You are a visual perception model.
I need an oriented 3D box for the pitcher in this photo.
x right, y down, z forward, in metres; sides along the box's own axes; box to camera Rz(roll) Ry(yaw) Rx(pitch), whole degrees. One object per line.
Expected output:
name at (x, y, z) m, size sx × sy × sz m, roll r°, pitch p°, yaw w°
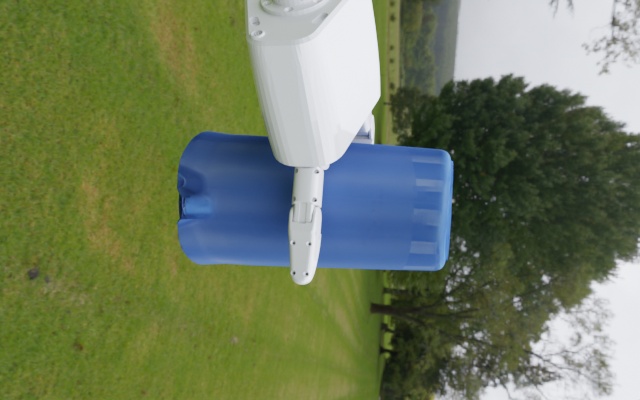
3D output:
pitcher at (0.000, 0.001, 0.463) m, size 0.243 × 0.149 × 0.145 m, roll 3°, pitch -40°, yaw 14°
